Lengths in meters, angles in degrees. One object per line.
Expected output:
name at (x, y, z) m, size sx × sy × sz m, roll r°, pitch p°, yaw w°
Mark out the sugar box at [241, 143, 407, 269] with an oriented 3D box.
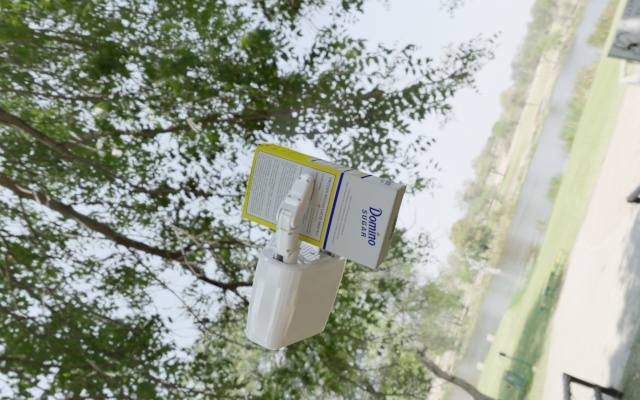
sugar box at (0.000, 0.002, 0.543) m, size 0.176 × 0.093 × 0.048 m, roll 20°, pitch 17°, yaw 19°
